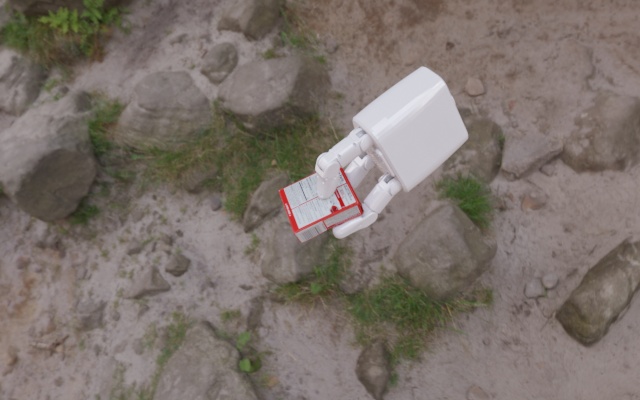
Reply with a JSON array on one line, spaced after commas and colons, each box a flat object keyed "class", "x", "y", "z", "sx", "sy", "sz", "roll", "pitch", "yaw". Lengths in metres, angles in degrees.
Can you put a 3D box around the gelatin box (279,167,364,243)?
[{"class": "gelatin box", "x": 0.000, "y": 0.002, "z": 0.600, "sx": 0.089, "sy": 0.073, "sz": 0.030, "roll": -25, "pitch": -37, "yaw": 2}]
